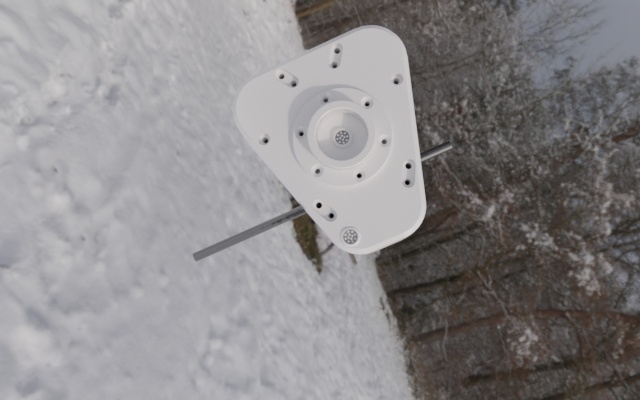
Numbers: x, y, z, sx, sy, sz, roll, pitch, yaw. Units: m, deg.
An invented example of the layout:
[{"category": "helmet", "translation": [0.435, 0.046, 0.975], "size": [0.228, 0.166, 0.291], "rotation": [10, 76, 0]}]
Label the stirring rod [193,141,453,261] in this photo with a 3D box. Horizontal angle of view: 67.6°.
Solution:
[{"category": "stirring rod", "translation": [0.000, 0.001, 0.411], "size": [0.239, 0.011, 0.011], "rotation": [-24, -2, 3]}]
